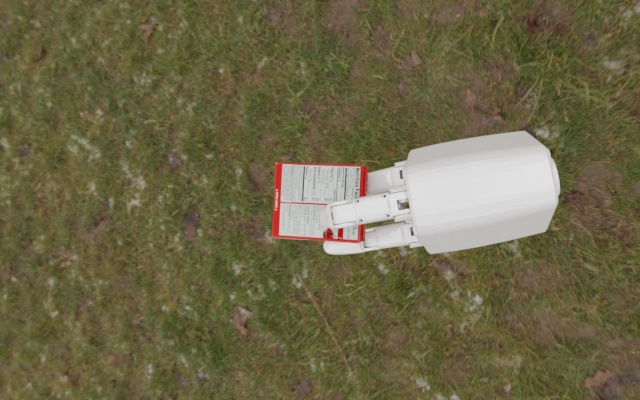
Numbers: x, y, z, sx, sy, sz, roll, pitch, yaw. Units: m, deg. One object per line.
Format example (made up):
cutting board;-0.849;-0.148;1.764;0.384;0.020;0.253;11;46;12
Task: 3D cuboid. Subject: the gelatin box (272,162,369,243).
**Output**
gelatin box;0.000;0.001;0.460;0.089;0.073;0.030;3;1;12
